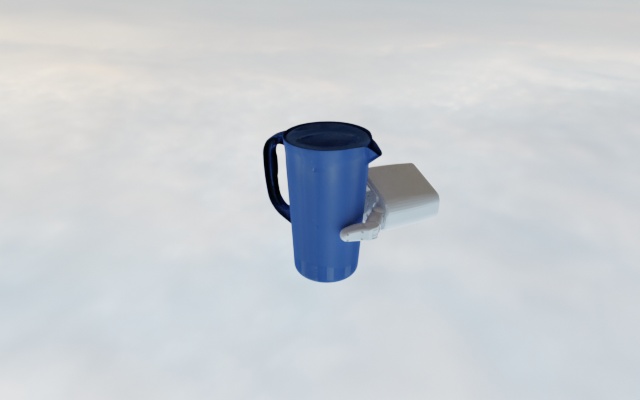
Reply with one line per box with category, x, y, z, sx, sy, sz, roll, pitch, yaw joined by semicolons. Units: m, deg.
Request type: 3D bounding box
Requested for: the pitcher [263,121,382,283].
pitcher;0.000;0.002;0.758;0.145;0.243;0.149;-11;29;-22
